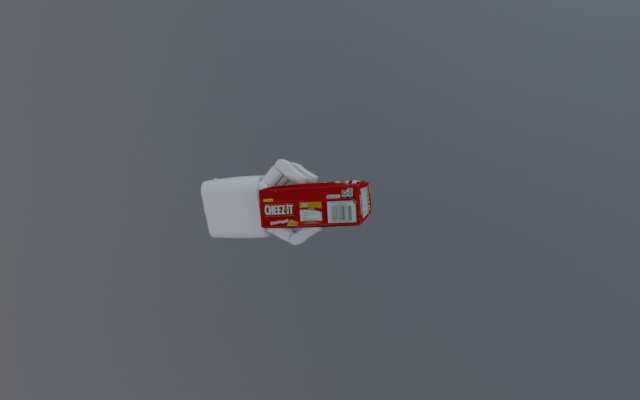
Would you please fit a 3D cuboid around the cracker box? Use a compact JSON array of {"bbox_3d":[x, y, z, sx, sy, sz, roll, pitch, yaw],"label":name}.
[{"bbox_3d":[0.000,0.003,0.850,0.164,0.072,0.213,-3,3,10],"label":"cracker box"}]
